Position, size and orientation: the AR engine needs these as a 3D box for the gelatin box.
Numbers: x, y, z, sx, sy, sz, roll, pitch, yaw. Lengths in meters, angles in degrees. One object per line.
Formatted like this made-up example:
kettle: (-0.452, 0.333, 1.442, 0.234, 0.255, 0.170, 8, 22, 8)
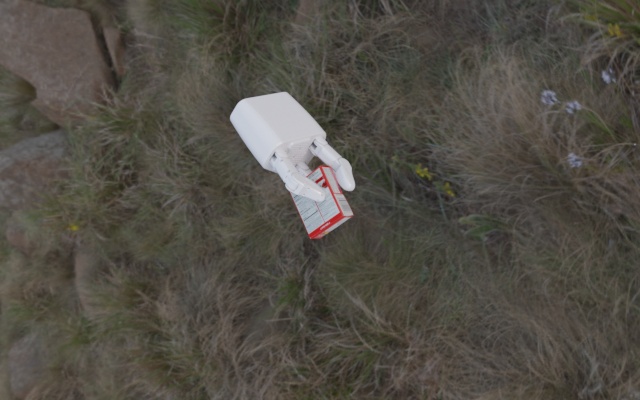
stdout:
gelatin box: (0.000, 0.003, 0.721, 0.073, 0.089, 0.030, -37, -22, 33)
